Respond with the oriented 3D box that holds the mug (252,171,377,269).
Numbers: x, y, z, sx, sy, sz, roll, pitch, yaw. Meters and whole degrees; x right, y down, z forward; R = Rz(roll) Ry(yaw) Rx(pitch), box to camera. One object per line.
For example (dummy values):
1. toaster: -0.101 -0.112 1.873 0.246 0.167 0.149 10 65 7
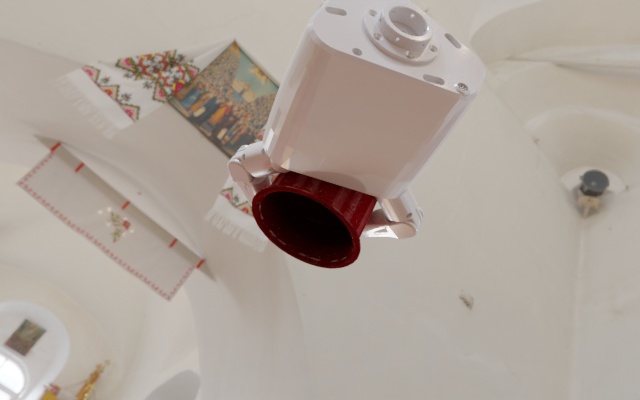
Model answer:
1. mug: 0.000 0.002 0.403 0.093 0.081 0.117 31 -36 -1
